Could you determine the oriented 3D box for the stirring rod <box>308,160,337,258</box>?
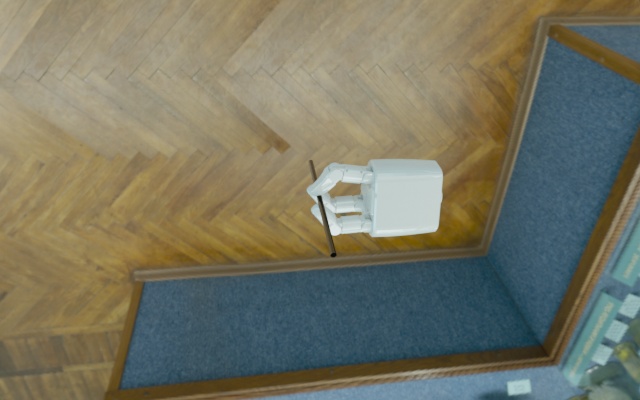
[{"bbox_3d":[0.000,0.002,0.706,0.011,0.011,0.239,0,34,-10],"label":"stirring rod"}]
